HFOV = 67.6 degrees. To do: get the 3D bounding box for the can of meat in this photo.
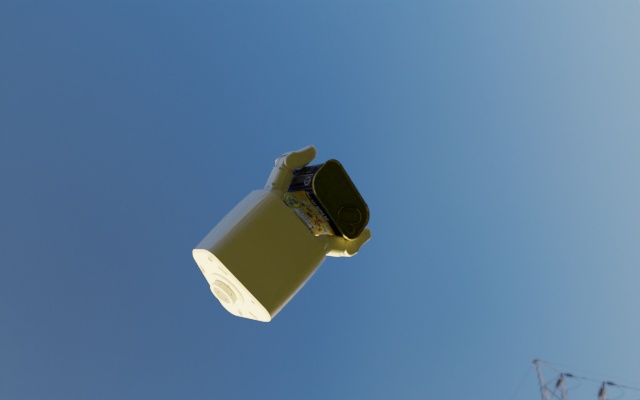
[{"bbox_3d":[0.000,0.002,0.610,0.084,0.102,0.057,-5,37,48],"label":"can of meat"}]
